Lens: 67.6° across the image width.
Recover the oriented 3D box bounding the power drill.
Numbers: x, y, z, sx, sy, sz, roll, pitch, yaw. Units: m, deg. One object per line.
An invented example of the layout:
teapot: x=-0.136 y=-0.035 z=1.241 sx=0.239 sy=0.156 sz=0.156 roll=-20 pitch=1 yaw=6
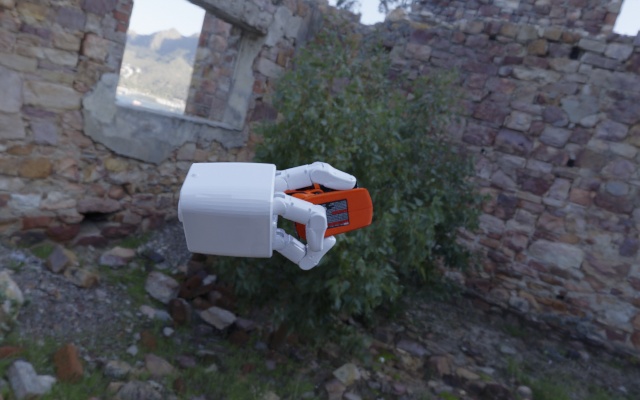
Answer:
power drill: x=0.000 y=0.002 z=0.692 sx=0.184 sy=0.057 sz=0.187 roll=-13 pitch=12 yaw=-20
